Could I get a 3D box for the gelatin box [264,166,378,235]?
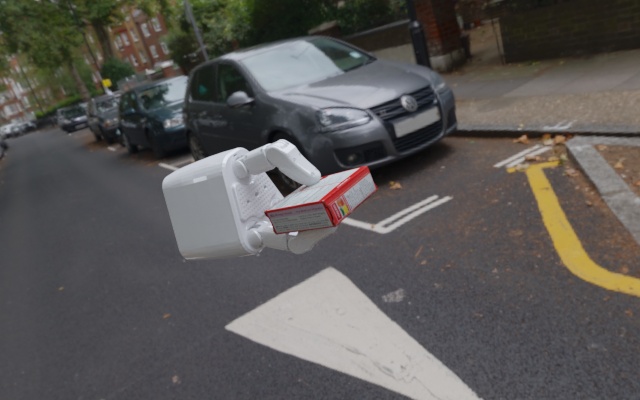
[{"bbox_3d":[0.000,0.001,0.468,0.089,0.030,0.073,-12,19,46],"label":"gelatin box"}]
